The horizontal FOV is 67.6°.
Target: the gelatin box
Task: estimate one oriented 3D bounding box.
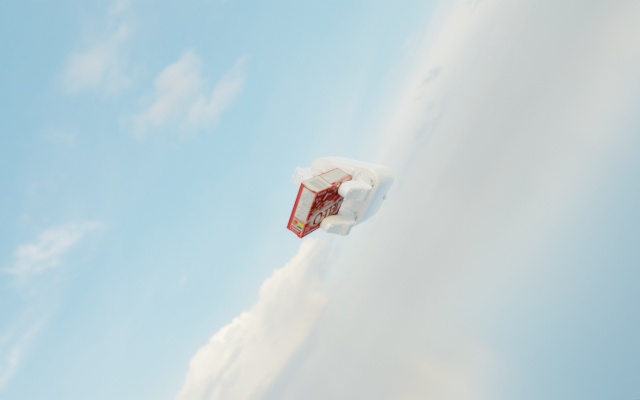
[{"bbox_3d":[0.000,0.002,0.633,0.030,0.073,0.089,34,32,22],"label":"gelatin box"}]
